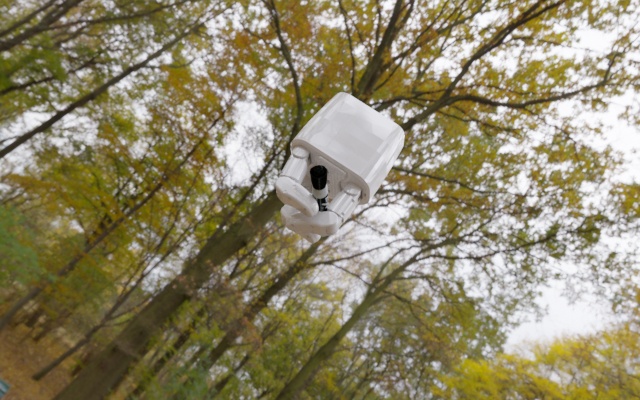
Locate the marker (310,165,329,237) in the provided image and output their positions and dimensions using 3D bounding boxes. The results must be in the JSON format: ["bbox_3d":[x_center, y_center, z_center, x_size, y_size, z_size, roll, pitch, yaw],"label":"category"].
[{"bbox_3d":[0.000,0.002,0.544,0.020,0.020,0.121,0,-36,3],"label":"marker"}]
